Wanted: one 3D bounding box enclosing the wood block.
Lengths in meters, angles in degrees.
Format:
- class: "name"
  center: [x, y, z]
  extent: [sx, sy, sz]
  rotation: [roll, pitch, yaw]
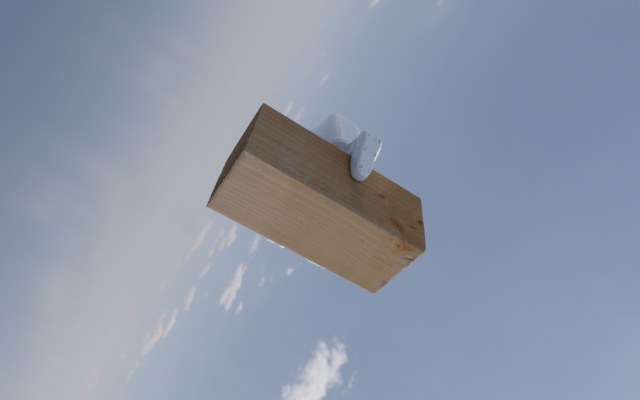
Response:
- class: "wood block"
  center: [0.000, 0.001, 0.506]
  extent: [0.206, 0.090, 0.091]
  rotation: [29, -53, -16]
